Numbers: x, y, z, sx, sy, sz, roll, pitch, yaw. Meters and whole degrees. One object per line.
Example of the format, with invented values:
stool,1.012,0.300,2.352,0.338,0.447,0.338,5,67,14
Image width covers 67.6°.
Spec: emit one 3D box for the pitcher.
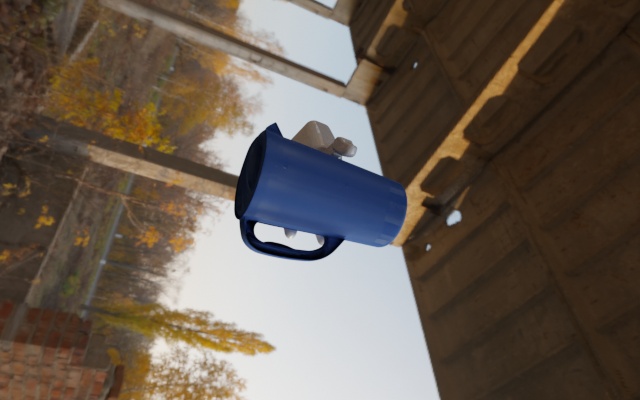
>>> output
pitcher,0.000,0.002,0.707,0.243,0.149,0.145,17,29,-21
